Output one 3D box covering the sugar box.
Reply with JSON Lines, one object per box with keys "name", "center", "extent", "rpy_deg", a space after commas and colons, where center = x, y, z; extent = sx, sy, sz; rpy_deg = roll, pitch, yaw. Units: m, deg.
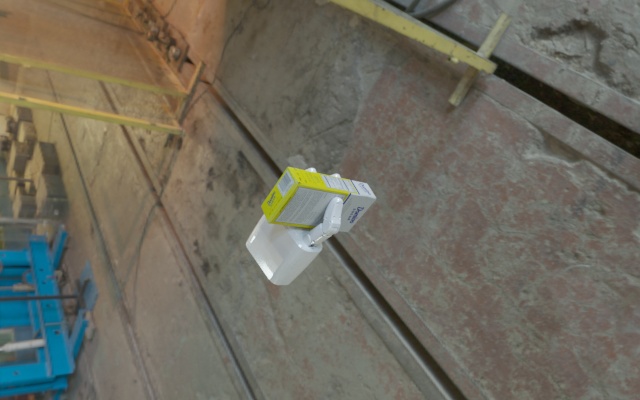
{"name": "sugar box", "center": [0.000, 0.002, 0.798], "extent": [0.176, 0.048, 0.093], "rpy_deg": [8, -49, -42]}
